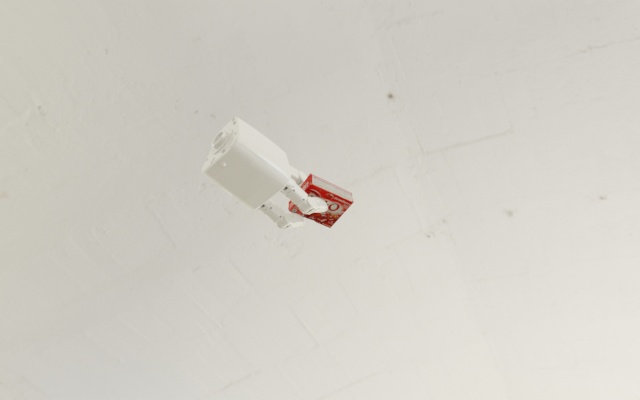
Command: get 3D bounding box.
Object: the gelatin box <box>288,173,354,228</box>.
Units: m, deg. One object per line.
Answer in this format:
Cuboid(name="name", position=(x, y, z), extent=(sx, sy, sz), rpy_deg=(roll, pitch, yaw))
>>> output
Cuboid(name="gelatin box", position=(0.000, 0.003, 0.825), extent=(0.089, 0.030, 0.073), rpy_deg=(24, -53, -23))
